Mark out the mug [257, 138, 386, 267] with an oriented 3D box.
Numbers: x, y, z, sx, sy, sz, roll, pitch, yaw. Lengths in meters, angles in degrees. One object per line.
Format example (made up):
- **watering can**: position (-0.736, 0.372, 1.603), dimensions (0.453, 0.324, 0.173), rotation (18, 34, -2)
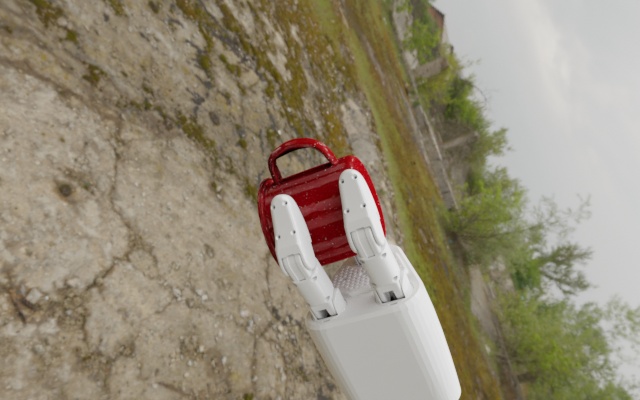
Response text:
- **mug**: position (0.000, 0.000, 0.401), dimensions (0.081, 0.117, 0.093), rotation (-19, 19, 17)
